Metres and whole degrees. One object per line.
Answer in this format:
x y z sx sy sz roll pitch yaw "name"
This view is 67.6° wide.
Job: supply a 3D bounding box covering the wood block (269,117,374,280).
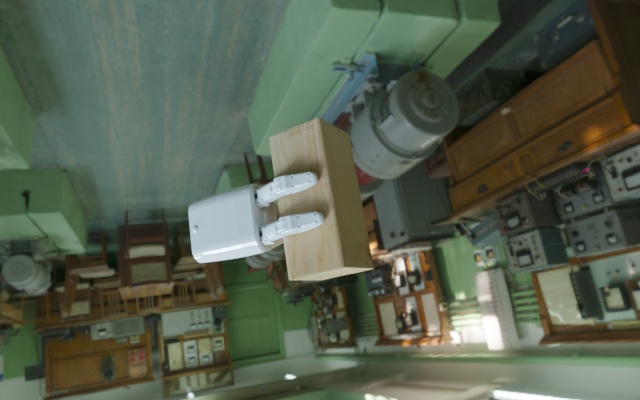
0.000 0.002 0.675 0.090 0.206 0.091 -17 -17 28 "wood block"
